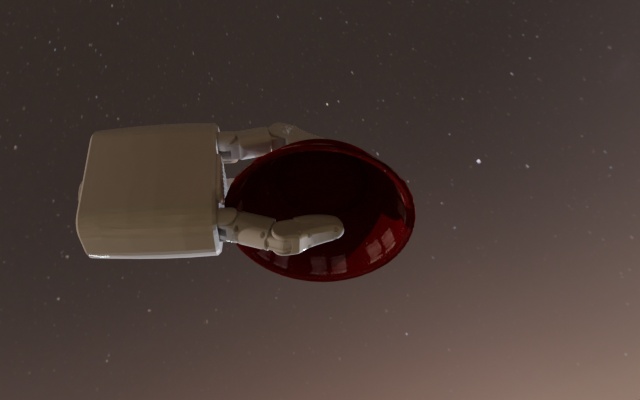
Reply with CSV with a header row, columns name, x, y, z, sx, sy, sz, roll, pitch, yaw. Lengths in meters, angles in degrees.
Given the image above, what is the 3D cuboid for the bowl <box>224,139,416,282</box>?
name,x,y,z,sx,sy,sz,roll,pitch,yaw
bowl,0.001,0.001,0.423,0.162,0.162,0.055,0,42,3
